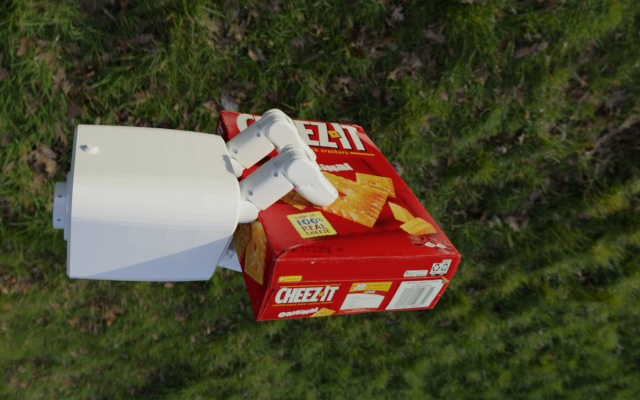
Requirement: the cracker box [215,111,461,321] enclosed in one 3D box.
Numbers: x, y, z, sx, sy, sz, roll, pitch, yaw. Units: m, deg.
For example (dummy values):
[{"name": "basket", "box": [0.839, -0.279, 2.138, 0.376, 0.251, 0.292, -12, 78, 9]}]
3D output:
[{"name": "cracker box", "box": [0.000, 0.002, 0.435, 0.164, 0.072, 0.213, 2, 37, -26]}]
